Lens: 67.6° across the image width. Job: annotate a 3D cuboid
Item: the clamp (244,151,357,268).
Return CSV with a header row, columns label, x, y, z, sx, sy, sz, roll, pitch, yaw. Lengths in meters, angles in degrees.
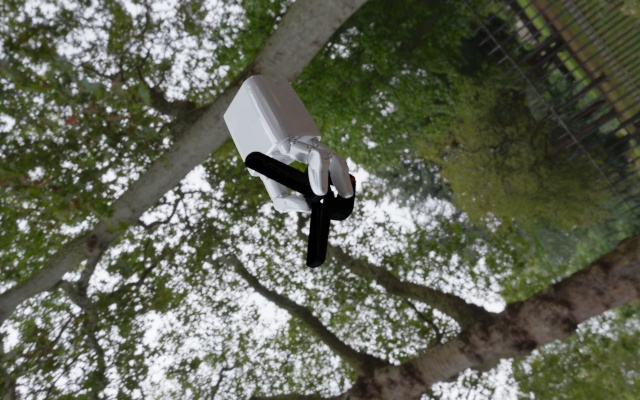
label,x,y,z,sx,sy,sz,roll,pitch,yaw
clamp,0.000,0.002,0.662,0.036,0.164,0.210,-34,-12,31
